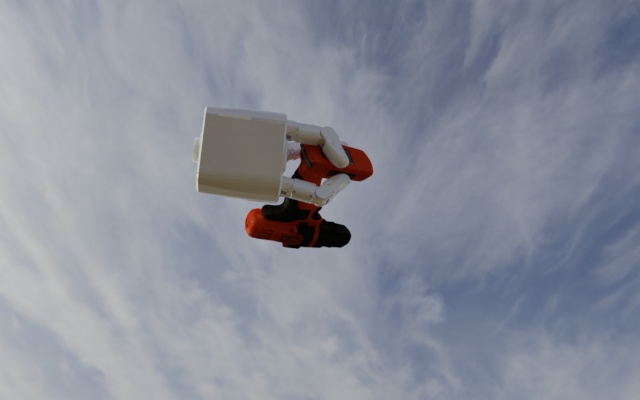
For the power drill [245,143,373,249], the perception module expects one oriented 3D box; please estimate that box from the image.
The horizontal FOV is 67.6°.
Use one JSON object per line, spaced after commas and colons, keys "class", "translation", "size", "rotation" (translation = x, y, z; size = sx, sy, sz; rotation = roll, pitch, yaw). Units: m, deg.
{"class": "power drill", "translation": [0.000, 0.002, 0.718], "size": [0.184, 0.057, 0.188], "rotation": [9, -49, -31]}
